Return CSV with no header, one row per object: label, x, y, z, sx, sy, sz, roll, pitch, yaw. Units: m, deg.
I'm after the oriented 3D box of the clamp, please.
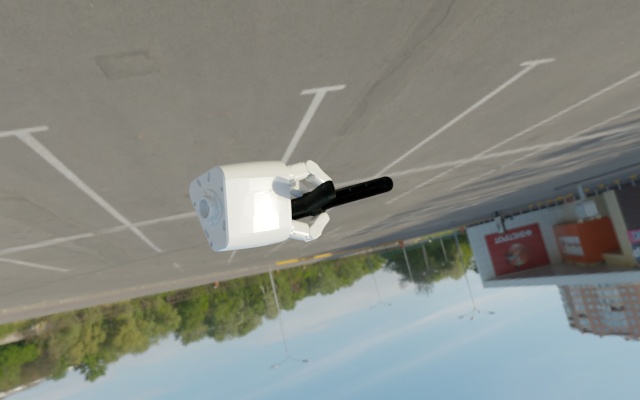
clamp,0.000,0.003,0.744,0.164,0.036,0.210,-7,-10,-45
